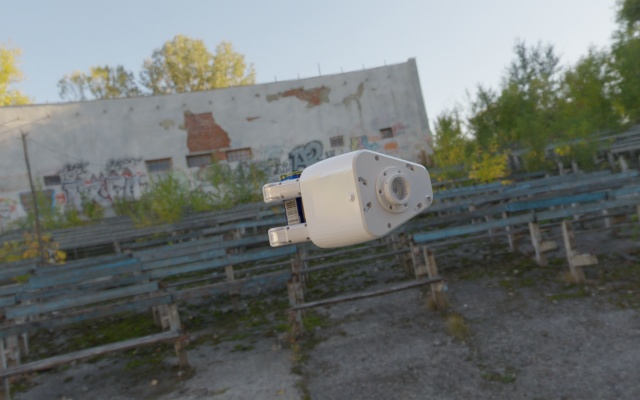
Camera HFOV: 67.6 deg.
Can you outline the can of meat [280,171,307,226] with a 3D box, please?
[{"bbox_3d":[0.000,0.002,0.629,0.102,0.084,0.057,-8,-4,-31],"label":"can of meat"}]
